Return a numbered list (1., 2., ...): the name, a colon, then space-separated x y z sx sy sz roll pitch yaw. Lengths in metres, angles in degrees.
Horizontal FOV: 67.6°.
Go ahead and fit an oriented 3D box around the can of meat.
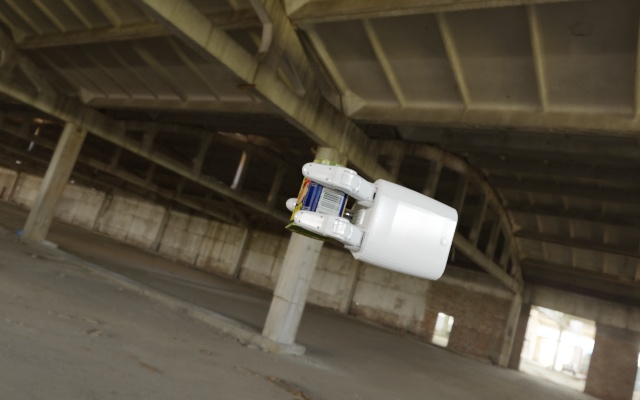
1. can of meat: 0.000 0.002 0.590 0.057 0.084 0.102 19 -10 -8
